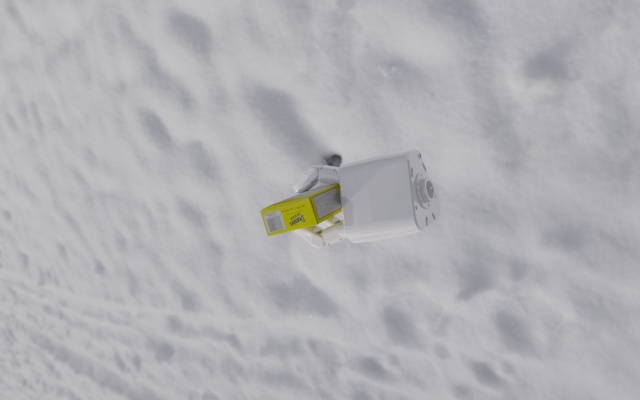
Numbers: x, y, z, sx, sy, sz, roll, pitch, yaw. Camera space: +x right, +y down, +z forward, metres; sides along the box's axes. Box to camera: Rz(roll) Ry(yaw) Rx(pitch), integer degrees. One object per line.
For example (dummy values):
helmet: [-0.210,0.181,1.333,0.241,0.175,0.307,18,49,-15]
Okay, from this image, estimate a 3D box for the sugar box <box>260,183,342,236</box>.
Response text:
sugar box: [0.000,0.003,0.716,0.093,0.048,0.176,-14,4,35]
